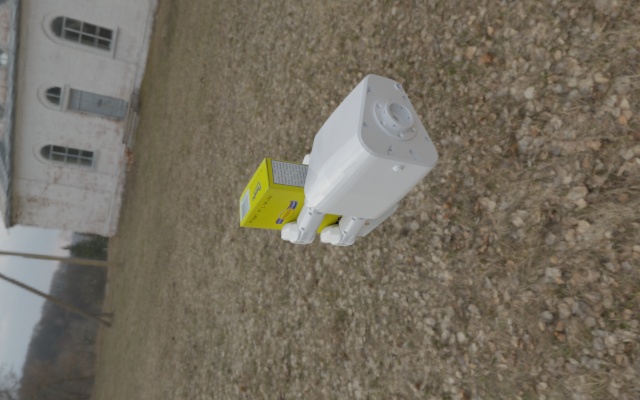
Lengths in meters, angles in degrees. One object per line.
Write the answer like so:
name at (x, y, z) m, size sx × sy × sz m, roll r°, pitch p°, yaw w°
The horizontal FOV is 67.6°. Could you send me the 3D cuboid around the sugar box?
sugar box at (0.000, 0.002, 0.575) m, size 0.176 × 0.048 × 0.093 m, roll 9°, pitch -33°, yaw -26°
